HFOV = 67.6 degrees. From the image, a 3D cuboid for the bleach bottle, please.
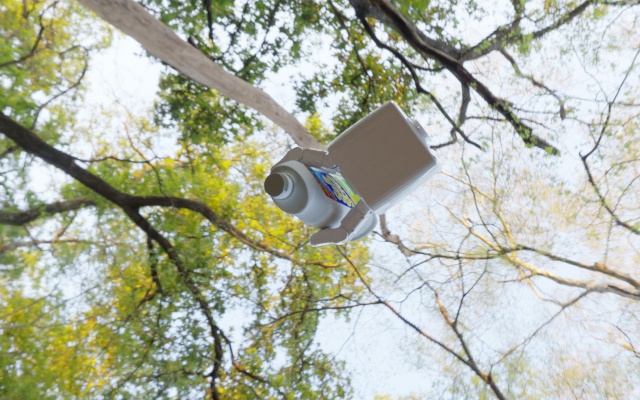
[{"bbox_3d":[0.000,0.002,0.670,0.068,0.102,0.251,-36,-19,16],"label":"bleach bottle"}]
